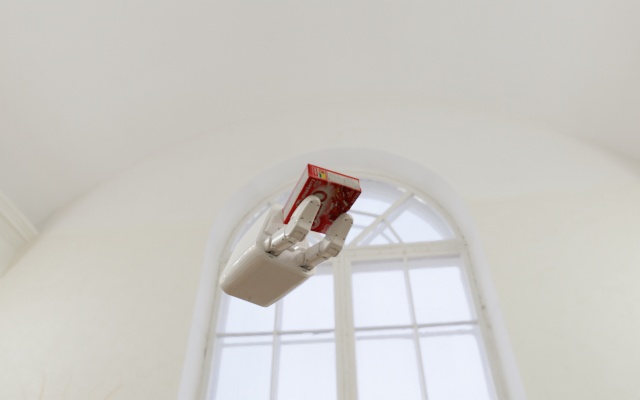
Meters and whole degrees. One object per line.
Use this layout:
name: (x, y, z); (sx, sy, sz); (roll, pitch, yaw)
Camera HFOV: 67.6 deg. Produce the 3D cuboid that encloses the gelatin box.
gelatin box: (0.000, 0.001, 0.614); (0.073, 0.089, 0.030); (16, 38, -20)
